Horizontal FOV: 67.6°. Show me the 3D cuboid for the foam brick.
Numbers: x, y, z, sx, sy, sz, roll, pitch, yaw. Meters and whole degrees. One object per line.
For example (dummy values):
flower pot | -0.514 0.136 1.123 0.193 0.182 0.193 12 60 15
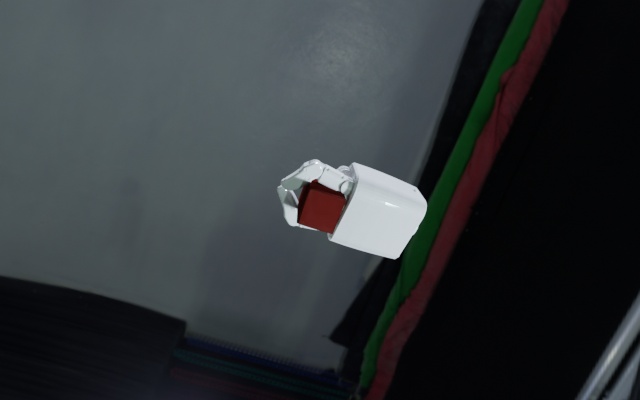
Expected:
foam brick | 0.000 0.002 0.649 0.051 0.053 0.078 19 18 -8
